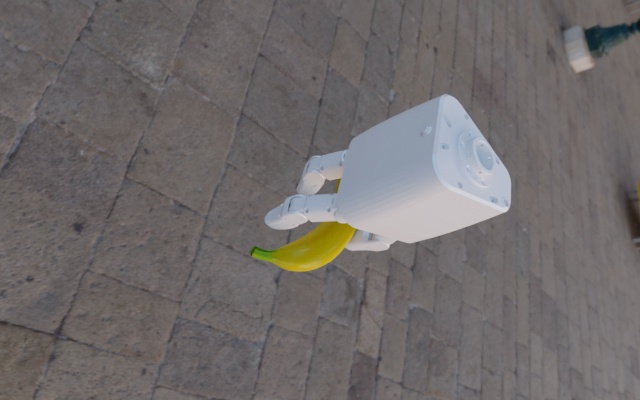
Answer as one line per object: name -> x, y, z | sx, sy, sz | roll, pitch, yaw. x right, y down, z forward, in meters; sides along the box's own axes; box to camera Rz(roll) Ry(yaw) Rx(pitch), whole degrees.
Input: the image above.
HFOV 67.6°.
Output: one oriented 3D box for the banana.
banana -> 0.010, 0.018, 0.526 | 0.037, 0.069, 0.197 | -34, 9, 48
